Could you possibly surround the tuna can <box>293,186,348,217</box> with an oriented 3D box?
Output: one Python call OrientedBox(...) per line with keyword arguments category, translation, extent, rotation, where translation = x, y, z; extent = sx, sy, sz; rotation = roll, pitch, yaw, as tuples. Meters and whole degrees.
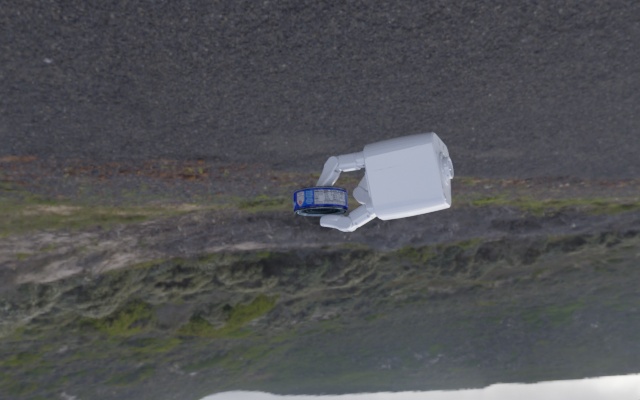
OrientedBox(category="tuna can", translation=(0.000, 0.003, 0.745), extent=(0.086, 0.033, 0.086), rotation=(-2, -11, 0))
